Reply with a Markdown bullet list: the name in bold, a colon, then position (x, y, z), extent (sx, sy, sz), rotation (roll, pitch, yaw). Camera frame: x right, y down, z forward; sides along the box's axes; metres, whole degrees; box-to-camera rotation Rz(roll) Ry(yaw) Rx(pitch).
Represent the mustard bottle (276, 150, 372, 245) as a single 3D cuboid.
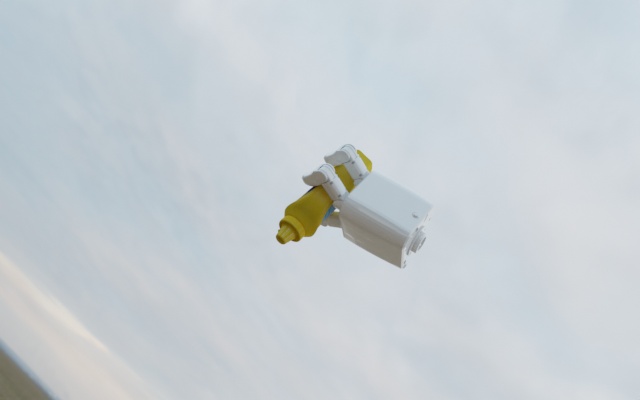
- **mustard bottle**: position (0.000, 0.002, 0.732), extent (0.191, 0.058, 0.096), rotation (-44, -2, -34)
